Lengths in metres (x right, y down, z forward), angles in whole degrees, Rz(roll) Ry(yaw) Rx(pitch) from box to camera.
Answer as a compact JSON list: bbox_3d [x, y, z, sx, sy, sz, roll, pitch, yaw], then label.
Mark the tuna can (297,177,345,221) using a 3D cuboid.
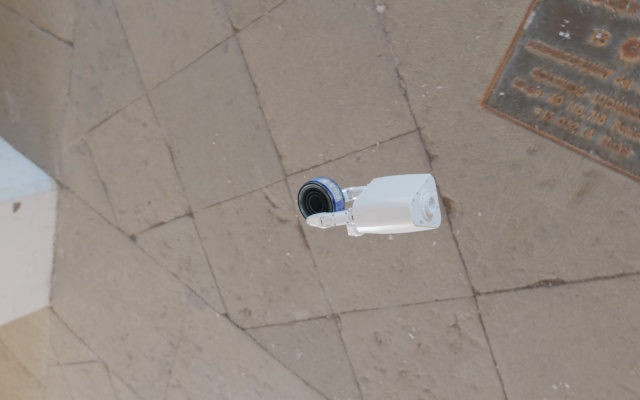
[{"bbox_3d":[0.000,0.003,0.850,0.086,0.086,0.033,0,16,39],"label":"tuna can"}]
